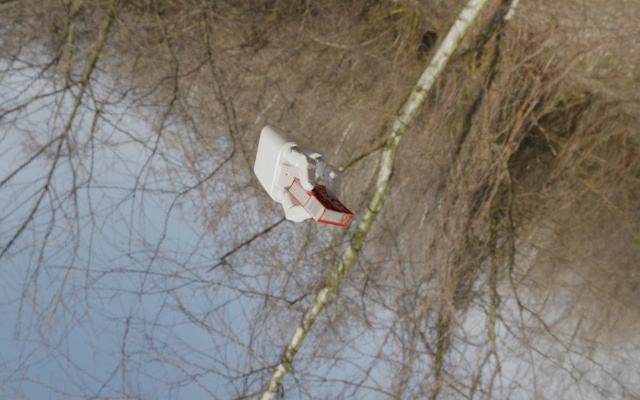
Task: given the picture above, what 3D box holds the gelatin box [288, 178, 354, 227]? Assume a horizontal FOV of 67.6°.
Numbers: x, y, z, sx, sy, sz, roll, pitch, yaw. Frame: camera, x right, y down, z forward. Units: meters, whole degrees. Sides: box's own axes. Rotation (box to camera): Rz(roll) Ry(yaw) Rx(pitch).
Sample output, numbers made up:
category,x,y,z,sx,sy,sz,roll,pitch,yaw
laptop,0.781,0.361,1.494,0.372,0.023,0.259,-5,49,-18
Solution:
category,x,y,z,sx,sy,sz,roll,pitch,yaw
gelatin box,0.000,0.003,0.773,0.073,0.030,0.089,14,25,-48
